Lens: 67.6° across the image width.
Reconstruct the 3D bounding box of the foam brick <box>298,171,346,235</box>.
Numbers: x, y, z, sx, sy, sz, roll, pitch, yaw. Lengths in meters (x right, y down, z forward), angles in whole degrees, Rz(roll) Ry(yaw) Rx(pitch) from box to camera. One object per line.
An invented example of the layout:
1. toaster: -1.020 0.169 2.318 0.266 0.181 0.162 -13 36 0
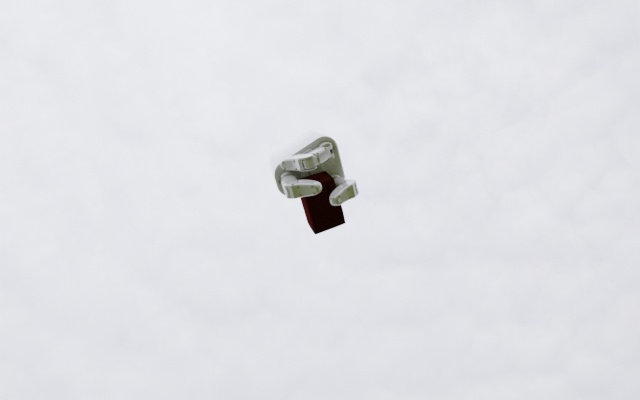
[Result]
1. foam brick: 0.000 0.003 0.739 0.053 0.078 0.051 -18 20 -9
